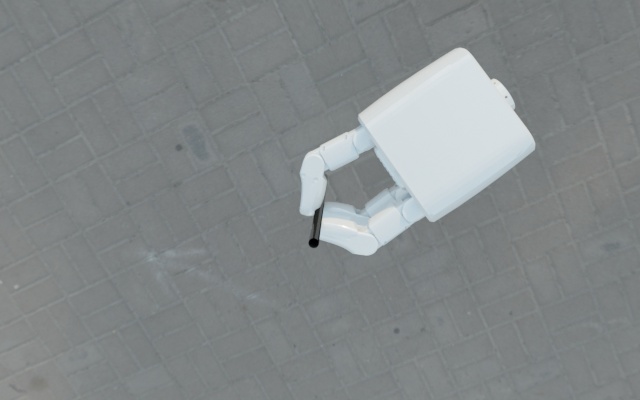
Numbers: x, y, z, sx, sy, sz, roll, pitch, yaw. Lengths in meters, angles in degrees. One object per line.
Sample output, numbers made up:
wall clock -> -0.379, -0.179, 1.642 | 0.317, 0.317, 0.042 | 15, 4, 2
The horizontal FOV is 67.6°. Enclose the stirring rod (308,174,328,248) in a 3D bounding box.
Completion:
stirring rod -> 0.000, 0.001, 0.475 | 0.011, 0.011, 0.239 | 0, 15, 3
